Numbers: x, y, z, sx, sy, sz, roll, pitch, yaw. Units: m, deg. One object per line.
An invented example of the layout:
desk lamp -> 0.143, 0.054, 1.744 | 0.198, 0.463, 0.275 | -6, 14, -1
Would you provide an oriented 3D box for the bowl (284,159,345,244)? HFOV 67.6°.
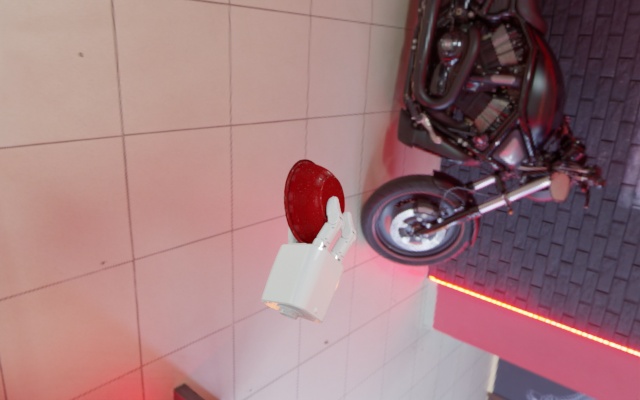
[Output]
bowl -> 0.001, 0.002, 0.865 | 0.055, 0.162, 0.162 | -5, -2, 29
